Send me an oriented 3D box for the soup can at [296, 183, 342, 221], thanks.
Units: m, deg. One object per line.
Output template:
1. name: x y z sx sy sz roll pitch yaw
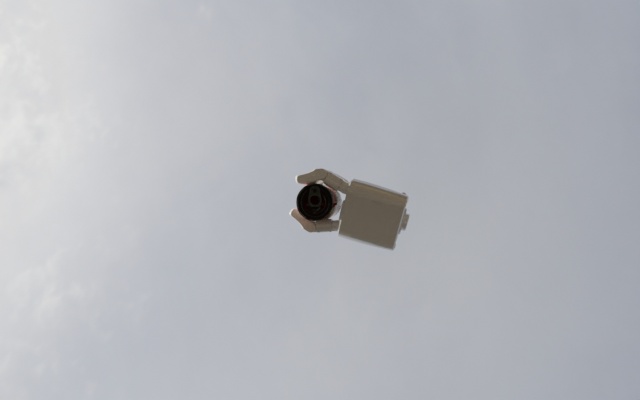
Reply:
1. soup can: 0.000 0.003 0.895 0.068 0.068 0.102 0 0 12
